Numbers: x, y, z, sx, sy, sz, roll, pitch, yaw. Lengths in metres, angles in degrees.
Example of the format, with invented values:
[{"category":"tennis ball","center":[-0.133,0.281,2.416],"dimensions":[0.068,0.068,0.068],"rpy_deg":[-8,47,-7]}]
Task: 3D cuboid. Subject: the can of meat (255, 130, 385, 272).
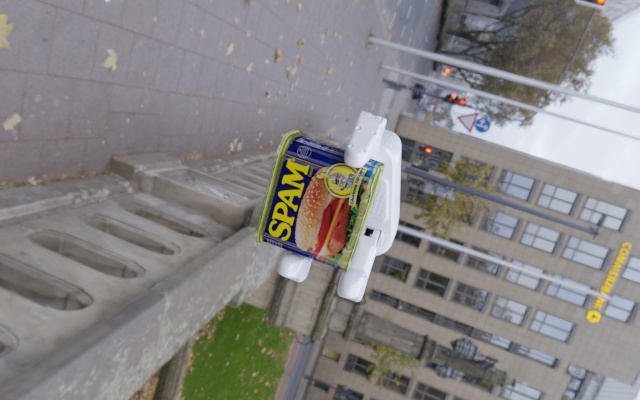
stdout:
[{"category":"can of meat","center":[0.000,0.001,0.410],"dimensions":[0.084,0.102,0.057],"rpy_deg":[19,17,9]}]
